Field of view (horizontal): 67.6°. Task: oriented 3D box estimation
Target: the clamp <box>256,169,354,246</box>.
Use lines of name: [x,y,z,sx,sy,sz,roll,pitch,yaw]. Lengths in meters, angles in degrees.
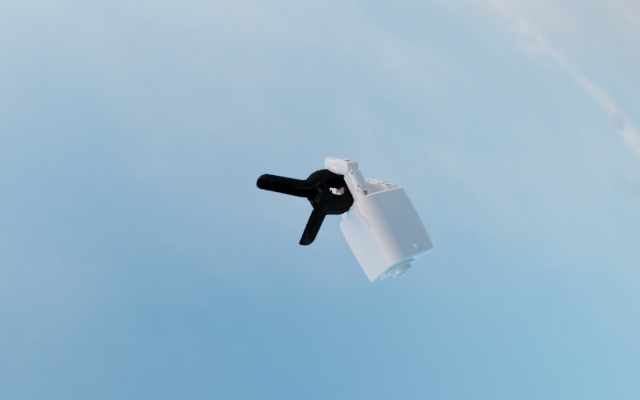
clamp: [0.000,0.003,0.701,0.171,0.120,0.039,-12,-23,-38]
